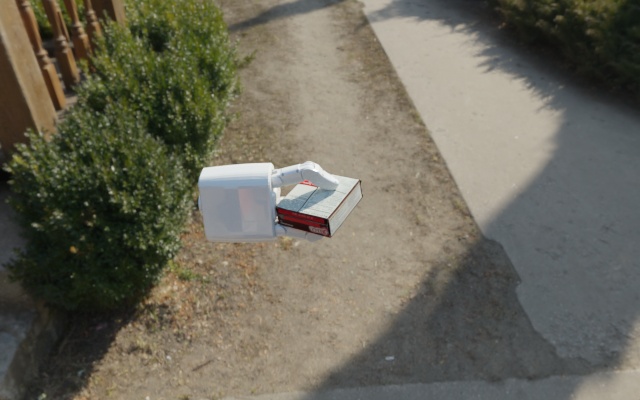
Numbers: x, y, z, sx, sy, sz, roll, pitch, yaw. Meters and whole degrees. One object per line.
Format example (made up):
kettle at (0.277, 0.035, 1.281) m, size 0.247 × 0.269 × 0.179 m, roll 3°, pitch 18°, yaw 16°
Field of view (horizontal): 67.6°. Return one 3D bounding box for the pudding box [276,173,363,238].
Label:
pudding box at (0.000, 0.002, 0.715) m, size 0.090 × 0.039 × 0.113 m, roll 14°, pitch 41°, yaw 26°
